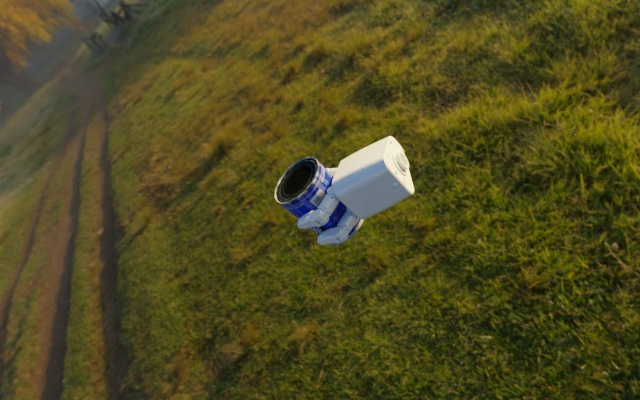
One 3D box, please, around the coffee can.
[{"bbox_3d":[0.000,0.003,0.874,0.103,0.102,0.140,0,-34,49],"label":"coffee can"}]
